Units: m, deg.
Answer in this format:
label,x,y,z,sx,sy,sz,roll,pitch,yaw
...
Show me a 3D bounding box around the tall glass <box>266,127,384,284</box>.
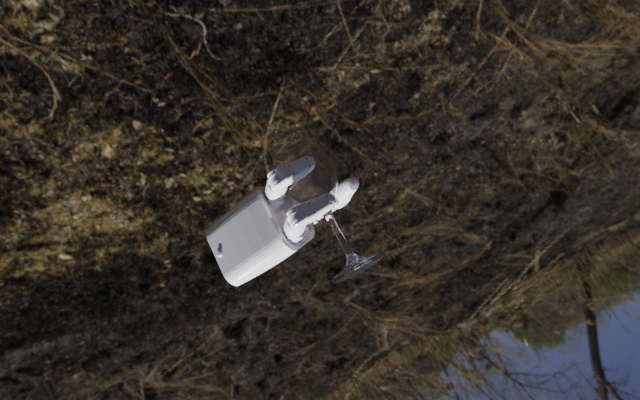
label,x,y,z,sx,sy,sz,roll,pitch,yaw
tall glass,0.001,0.003,0.619,0.079,0.201,0.079,-26,-17,-9
